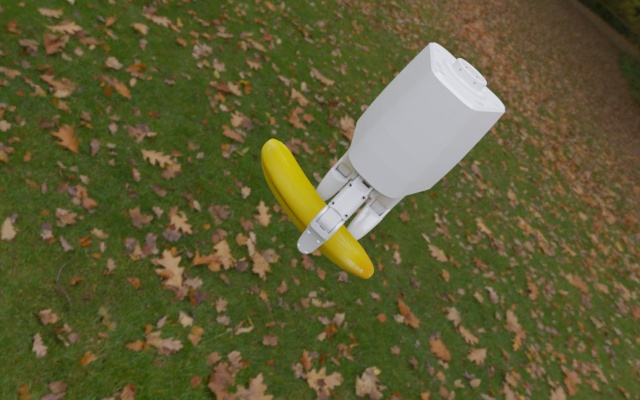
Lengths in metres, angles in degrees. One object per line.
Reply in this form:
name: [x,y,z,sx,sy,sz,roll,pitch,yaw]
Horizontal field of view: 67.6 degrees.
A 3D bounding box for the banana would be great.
banana: [-0.013,-0.001,0.496,0.069,0.197,0.037,2,-42,-51]
